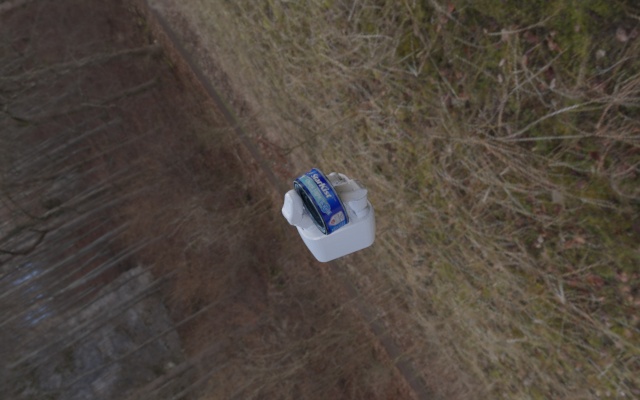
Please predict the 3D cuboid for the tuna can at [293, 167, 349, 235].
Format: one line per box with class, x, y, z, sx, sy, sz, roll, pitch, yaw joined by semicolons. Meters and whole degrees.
tuna can;0.000;0.002;0.621;0.034;0.086;0.086;-31;6;-10
